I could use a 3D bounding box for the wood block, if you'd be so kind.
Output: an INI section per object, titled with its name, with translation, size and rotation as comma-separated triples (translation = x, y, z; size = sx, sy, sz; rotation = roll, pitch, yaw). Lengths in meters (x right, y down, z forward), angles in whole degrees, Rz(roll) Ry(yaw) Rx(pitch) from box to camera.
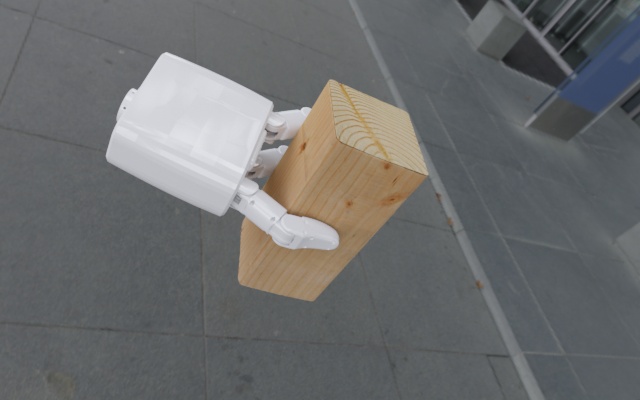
[wood block]
translation = 0.000, 0.002, 0.470
size = 0.090, 0.090, 0.206
rotation = 18, -48, -22
